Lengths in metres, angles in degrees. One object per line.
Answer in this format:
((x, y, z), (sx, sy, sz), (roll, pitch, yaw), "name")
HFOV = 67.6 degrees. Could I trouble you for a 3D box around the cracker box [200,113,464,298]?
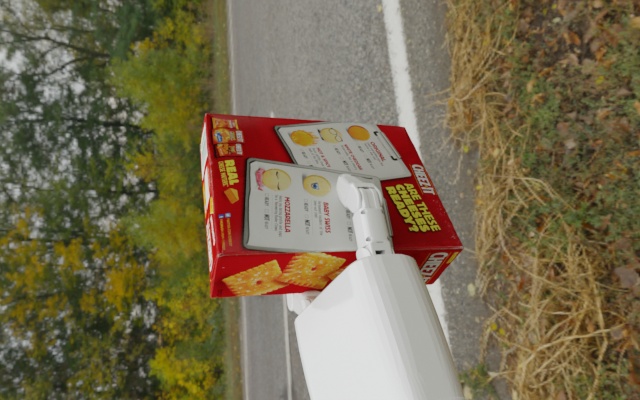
((0.000, 0.001, 0.451), (0.214, 0.164, 0.072), (1, -41, -20), "cracker box")
